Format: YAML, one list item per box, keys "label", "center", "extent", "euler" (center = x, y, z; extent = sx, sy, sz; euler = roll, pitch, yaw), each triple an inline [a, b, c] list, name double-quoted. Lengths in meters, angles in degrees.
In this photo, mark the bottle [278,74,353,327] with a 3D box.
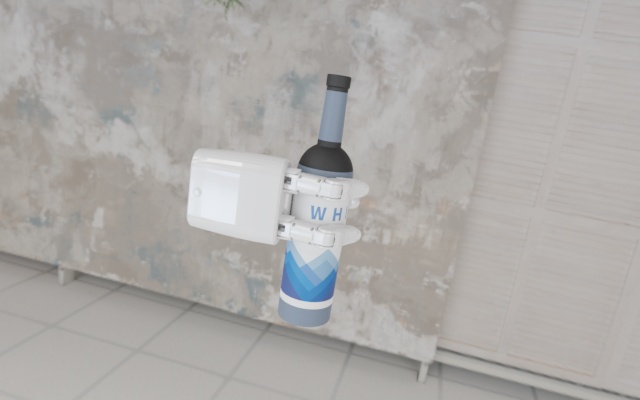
- label: "bottle"
  center: [0.000, 0.002, 0.568]
  extent: [0.069, 0.296, 0.069]
  euler: [8, 13, -2]
